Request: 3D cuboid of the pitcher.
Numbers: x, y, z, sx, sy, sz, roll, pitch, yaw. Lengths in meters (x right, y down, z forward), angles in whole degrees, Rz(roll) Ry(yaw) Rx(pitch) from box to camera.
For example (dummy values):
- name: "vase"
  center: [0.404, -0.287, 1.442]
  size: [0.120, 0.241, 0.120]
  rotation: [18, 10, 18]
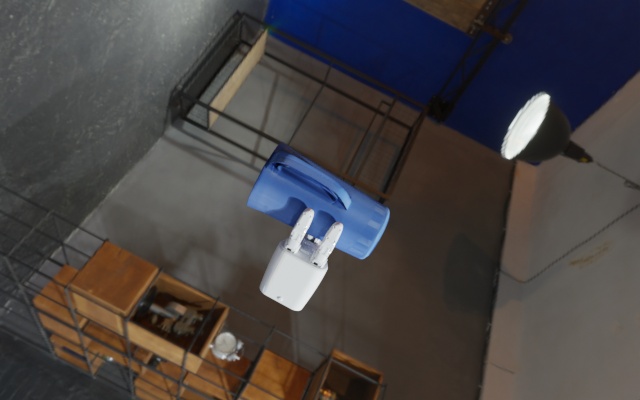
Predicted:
- name: "pitcher"
  center: [0.000, 0.003, 0.863]
  size: [0.243, 0.145, 0.149]
  rotation: [28, 21, -1]
